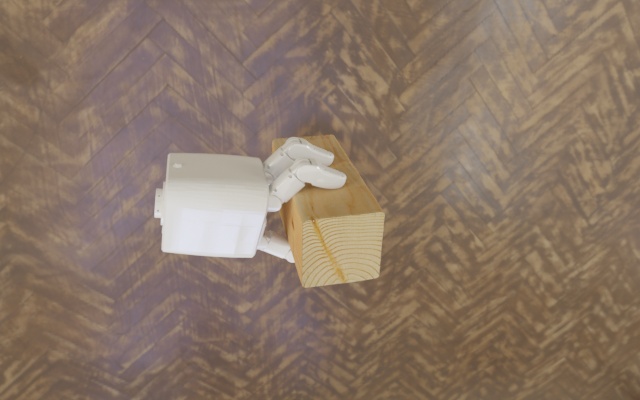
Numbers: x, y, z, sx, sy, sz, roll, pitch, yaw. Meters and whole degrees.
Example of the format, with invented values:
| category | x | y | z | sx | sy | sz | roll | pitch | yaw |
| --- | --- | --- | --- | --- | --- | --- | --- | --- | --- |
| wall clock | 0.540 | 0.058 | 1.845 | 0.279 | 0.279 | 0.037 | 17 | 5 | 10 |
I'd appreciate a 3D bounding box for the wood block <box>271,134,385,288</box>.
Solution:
| category | x | y | z | sx | sy | sz | roll | pitch | yaw |
| --- | --- | --- | --- | --- | --- | --- | --- | --- | --- |
| wood block | 0.000 | 0.002 | 0.589 | 0.090 | 0.091 | 0.206 | -6 | 32 | -12 |
